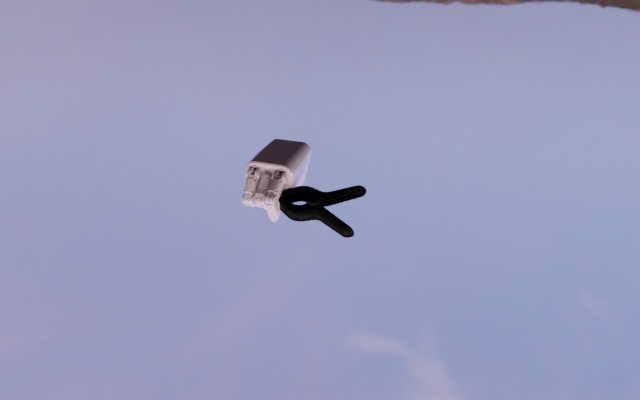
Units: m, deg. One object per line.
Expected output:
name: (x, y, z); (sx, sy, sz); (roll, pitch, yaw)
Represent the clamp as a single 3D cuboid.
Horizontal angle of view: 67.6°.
clamp: (0.000, 0.003, 0.879); (0.171, 0.039, 0.120); (16, 43, 18)
